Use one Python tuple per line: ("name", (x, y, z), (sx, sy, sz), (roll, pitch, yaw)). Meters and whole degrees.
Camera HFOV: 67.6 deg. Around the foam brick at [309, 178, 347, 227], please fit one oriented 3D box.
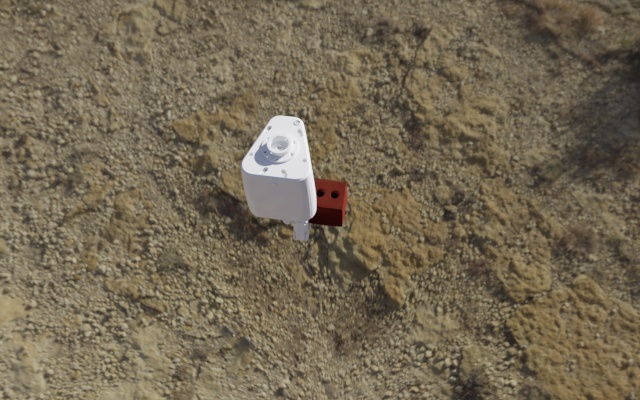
("foam brick", (0.000, 0.002, 0.734), (0.078, 0.053, 0.051), (6, -34, 5))
